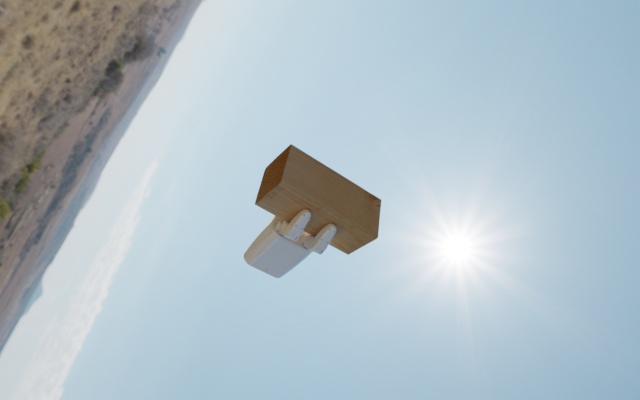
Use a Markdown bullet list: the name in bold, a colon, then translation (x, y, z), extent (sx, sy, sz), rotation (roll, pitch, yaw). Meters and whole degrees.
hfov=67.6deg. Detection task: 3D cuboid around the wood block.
- **wood block**: translation (0.000, 0.003, 0.853), extent (0.206, 0.090, 0.090), rotation (30, -42, -23)
